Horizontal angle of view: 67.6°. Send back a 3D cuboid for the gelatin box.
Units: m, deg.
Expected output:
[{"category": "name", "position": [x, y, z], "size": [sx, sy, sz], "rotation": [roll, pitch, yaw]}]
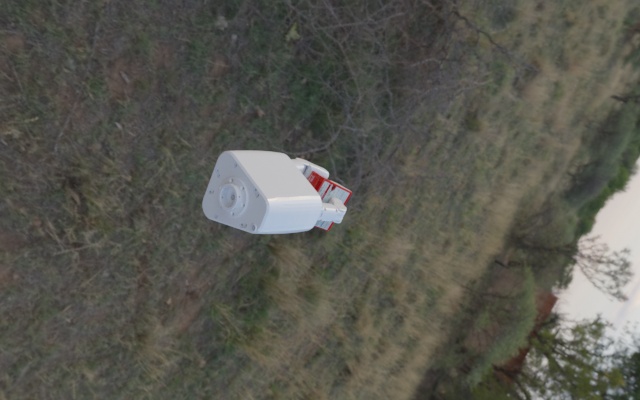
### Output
[{"category": "gelatin box", "position": [0.001, 0.003, 0.722], "size": [0.030, 0.073, 0.089], "rotation": [34, 6, 34]}]
